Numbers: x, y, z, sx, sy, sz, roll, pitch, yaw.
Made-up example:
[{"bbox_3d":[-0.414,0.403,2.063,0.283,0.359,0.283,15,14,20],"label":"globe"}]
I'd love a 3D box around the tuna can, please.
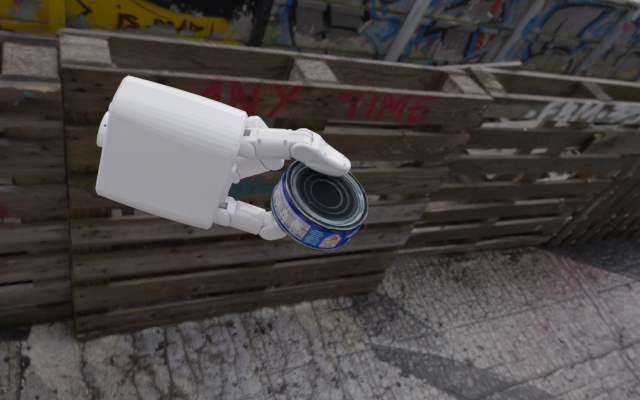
[{"bbox_3d":[0.000,0.001,0.436,0.086,0.086,0.034,0,-36,-32],"label":"tuna can"}]
